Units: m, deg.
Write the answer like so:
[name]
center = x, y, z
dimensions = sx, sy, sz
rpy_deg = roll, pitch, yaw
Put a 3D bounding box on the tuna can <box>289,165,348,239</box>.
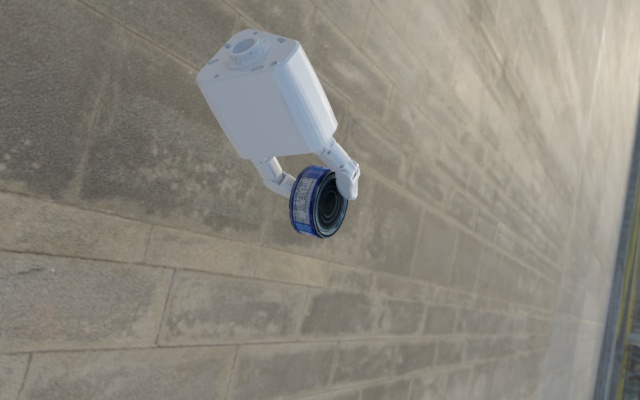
[tuna can]
center = 0.001, 0.002, 0.571
dimensions = 0.034, 0.086, 0.086
rpy_deg = 11, 5, 30
